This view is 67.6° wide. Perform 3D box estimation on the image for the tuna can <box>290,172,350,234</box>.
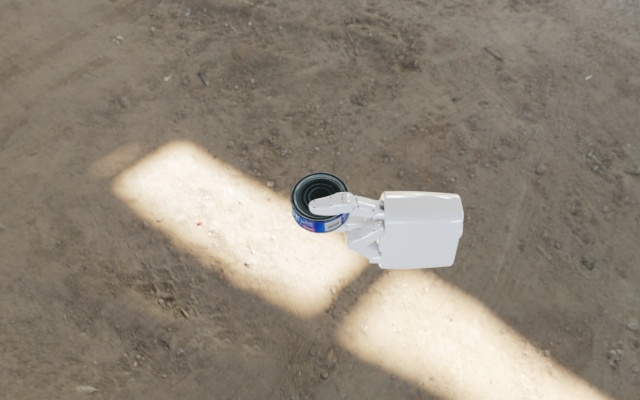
[{"bbox_3d":[0.000,0.002,0.680,0.086,0.086,0.034,0,-33,3],"label":"tuna can"}]
